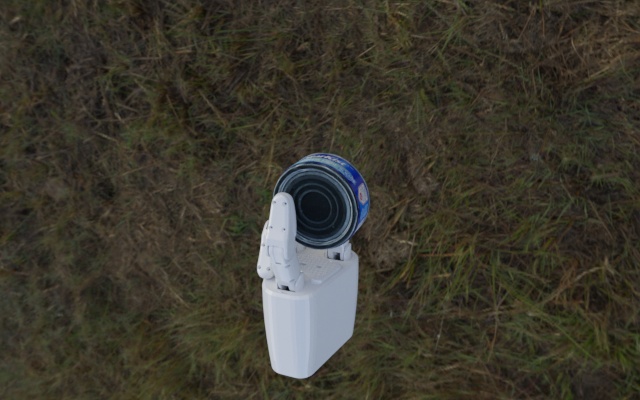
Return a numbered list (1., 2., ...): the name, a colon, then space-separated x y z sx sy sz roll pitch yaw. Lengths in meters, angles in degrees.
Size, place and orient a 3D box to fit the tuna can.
1. tuna can: 0.000 0.002 0.439 0.086 0.086 0.033 0 19 24
